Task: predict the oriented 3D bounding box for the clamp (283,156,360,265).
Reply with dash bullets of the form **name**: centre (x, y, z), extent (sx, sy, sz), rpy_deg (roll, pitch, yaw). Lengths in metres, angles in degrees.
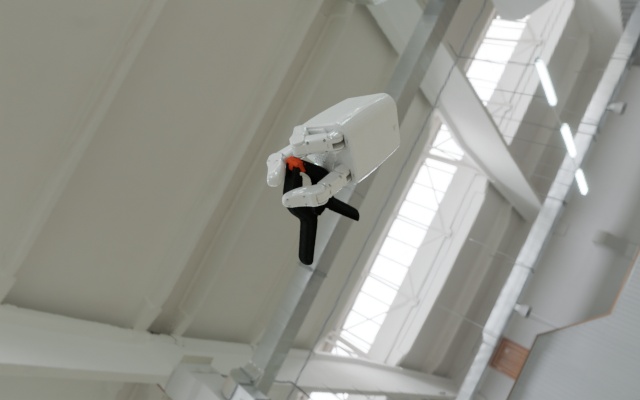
- **clamp**: centre (0.000, 0.002, 0.697), extent (0.039, 0.172, 0.120), rpy_deg (24, 50, 40)
